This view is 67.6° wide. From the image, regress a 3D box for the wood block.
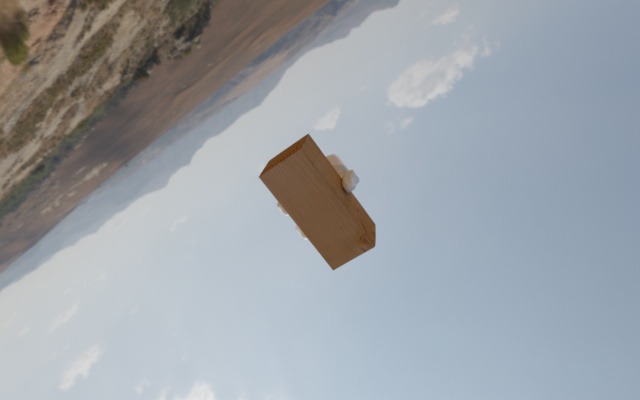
[{"bbox_3d":[0.000,0.002,0.814,0.091,0.206,0.090,-33,16,19],"label":"wood block"}]
